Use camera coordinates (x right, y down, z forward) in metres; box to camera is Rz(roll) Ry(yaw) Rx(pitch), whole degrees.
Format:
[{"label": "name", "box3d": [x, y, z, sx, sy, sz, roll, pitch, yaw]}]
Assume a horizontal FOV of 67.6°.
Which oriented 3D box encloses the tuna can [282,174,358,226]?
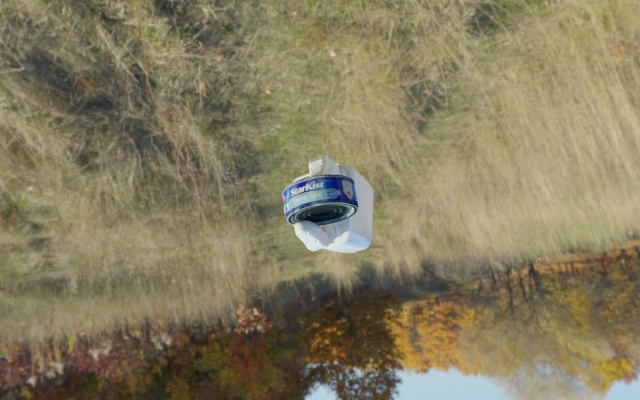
[{"label": "tuna can", "box3d": [0.000, 0.002, 0.551, 0.086, 0.033, 0.086, -8, -19, -3]}]
